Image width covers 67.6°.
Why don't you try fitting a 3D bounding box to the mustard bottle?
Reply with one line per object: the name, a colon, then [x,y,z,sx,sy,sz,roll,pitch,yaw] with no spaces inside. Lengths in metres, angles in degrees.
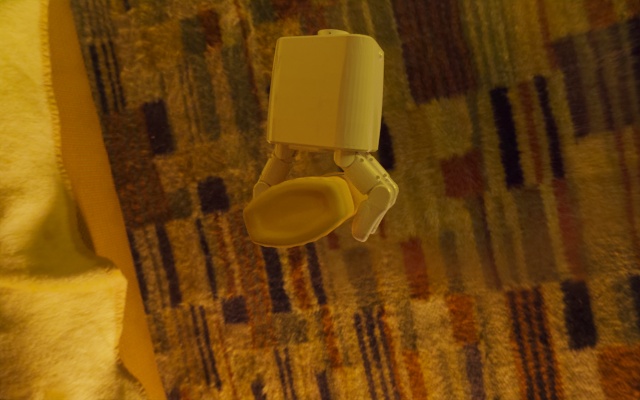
mustard bottle: [0.000,0.002,0.500,0.096,0.058,0.191,-19,1,17]
